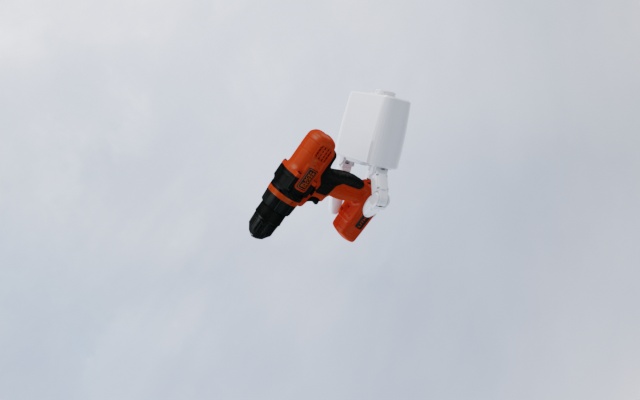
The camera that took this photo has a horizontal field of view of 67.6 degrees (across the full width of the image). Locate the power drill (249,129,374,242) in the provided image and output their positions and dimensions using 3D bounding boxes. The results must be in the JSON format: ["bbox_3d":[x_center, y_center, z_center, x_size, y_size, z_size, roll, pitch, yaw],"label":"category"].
[{"bbox_3d":[0.001,0.002,0.733,0.188,0.184,0.057,26,15,-44],"label":"power drill"}]
